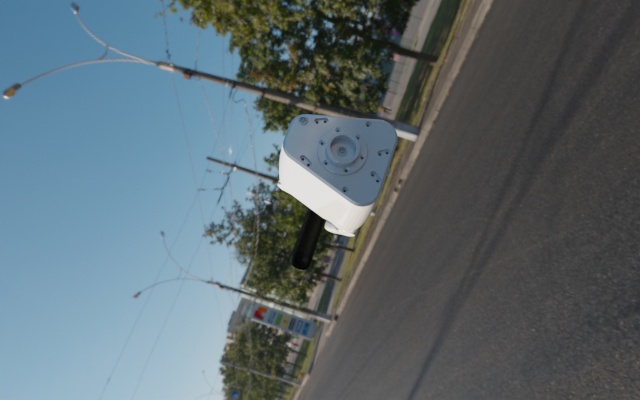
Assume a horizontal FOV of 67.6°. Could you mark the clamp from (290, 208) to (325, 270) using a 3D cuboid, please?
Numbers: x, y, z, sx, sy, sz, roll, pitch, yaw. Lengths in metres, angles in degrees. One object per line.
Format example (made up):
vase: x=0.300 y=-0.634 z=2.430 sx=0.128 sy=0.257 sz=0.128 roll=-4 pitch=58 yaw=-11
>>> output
clamp: x=0.000 y=0.001 z=0.655 sx=0.036 sy=0.210 sz=0.164 roll=19 pitch=-15 yaw=-1
